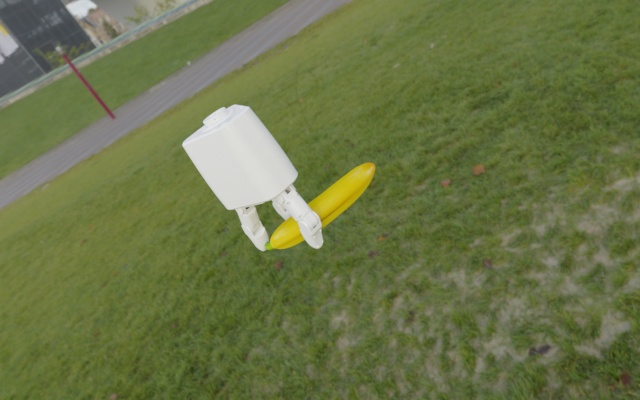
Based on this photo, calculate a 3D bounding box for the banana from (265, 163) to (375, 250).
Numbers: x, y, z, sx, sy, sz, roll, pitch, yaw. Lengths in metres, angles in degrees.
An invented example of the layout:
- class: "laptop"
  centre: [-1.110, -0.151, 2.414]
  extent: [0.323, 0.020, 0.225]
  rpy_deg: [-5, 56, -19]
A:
- class: "banana"
  centre: [0.002, 0.009, 0.662]
  extent: [0.198, 0.037, 0.069]
  rpy_deg: [-36, 19, -3]
